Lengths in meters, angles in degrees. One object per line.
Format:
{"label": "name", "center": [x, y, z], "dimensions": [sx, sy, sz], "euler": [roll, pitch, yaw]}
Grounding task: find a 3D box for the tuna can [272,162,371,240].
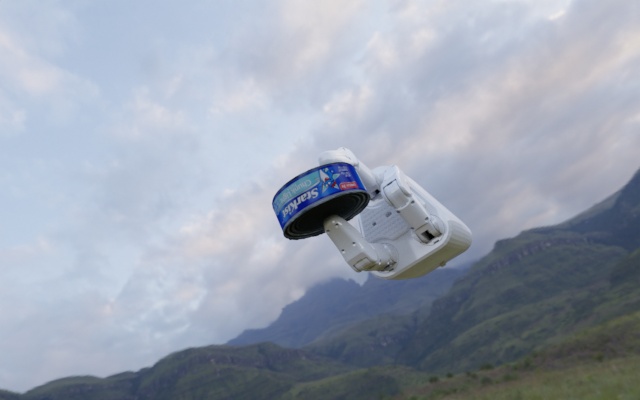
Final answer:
{"label": "tuna can", "center": [0.000, 0.001, 0.435], "dimensions": [0.086, 0.033, 0.086], "euler": [-22, -20, -8]}
